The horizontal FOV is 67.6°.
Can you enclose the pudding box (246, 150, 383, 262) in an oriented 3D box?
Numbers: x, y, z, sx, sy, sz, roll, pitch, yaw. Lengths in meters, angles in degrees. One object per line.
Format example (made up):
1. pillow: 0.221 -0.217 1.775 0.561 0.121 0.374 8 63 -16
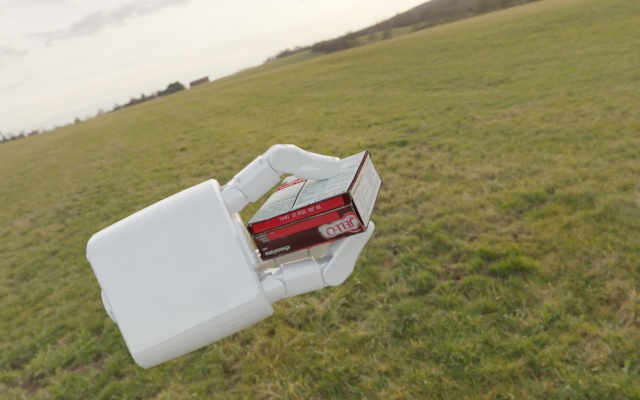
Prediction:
1. pudding box: 0.000 0.001 0.403 0.090 0.039 0.113 -17 18 20
